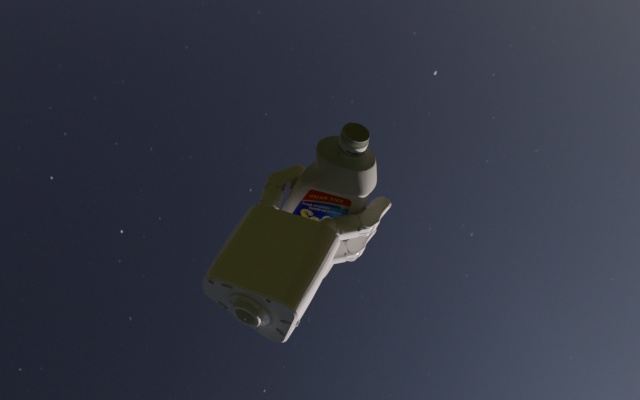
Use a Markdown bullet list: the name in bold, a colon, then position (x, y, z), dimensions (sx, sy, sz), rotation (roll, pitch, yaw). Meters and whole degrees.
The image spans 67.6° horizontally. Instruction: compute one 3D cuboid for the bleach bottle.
- **bleach bottle**: position (0.000, 0.002, 0.583), dimensions (0.102, 0.068, 0.251), rotation (27, -40, 5)
